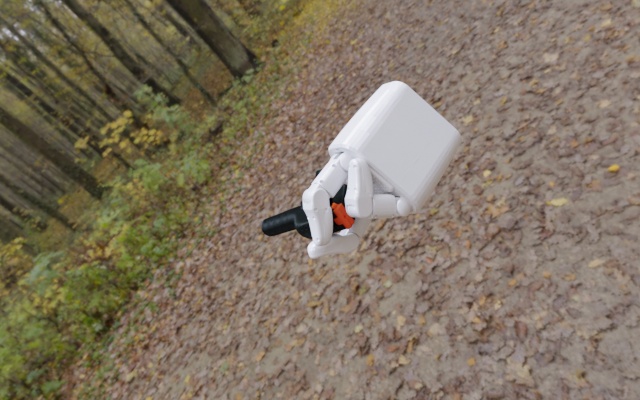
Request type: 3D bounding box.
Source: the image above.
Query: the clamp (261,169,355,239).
[{"bbox_3d":[0.000,0.002,0.581,0.039,0.120,0.171,46,-20,-23],"label":"clamp"}]
